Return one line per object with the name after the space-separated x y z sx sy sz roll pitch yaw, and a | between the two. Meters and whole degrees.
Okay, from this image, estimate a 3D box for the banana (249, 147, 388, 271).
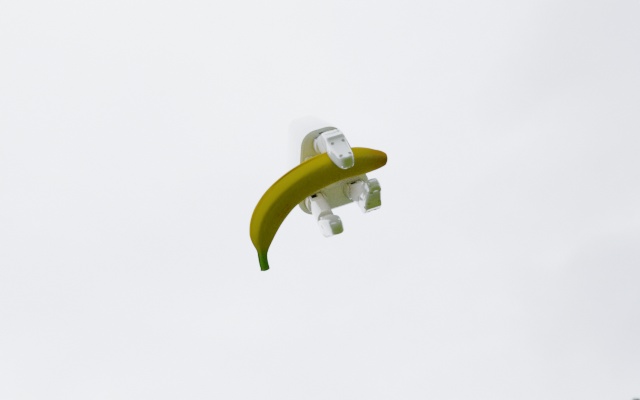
-0.014 -0.010 0.547 0.198 0.070 0.037 -41 19 -4 | banana
